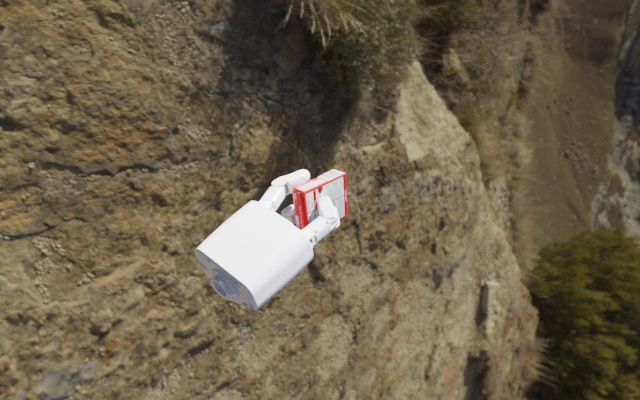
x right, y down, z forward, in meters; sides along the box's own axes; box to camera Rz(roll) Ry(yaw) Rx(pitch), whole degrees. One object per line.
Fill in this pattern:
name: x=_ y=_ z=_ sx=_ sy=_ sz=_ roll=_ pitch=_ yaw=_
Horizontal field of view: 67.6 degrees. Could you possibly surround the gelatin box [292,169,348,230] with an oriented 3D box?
gelatin box: x=0.001 y=0.002 z=0.714 sx=0.089 sy=0.073 sz=0.030 roll=-27 pitch=34 yaw=-36
